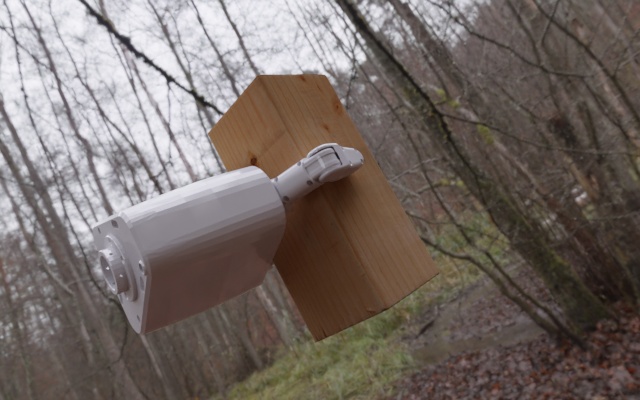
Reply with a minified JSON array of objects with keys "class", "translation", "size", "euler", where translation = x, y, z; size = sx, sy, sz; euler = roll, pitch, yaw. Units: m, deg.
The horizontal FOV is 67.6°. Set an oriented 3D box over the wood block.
[{"class":"wood block","translation":[0.000,0.001,0.417],"size":[0.090,0.206,0.091],"euler":[-17,-15,-49]}]
